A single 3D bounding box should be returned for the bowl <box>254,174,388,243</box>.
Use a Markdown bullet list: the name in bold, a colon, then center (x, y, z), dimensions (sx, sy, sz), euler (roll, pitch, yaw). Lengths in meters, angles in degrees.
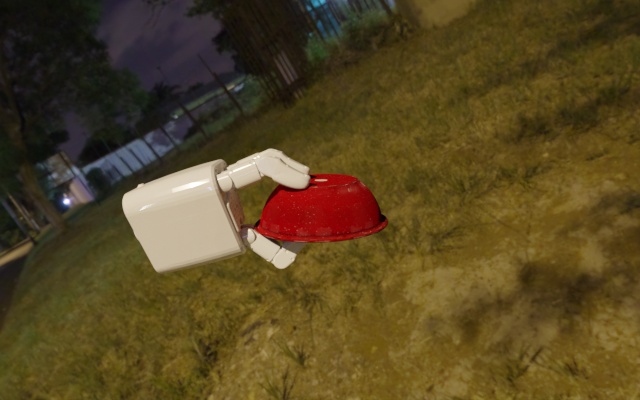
- **bowl**: center (0.001, 0.001, 0.573), dimensions (0.162, 0.055, 0.162), euler (-2, 12, 0)
